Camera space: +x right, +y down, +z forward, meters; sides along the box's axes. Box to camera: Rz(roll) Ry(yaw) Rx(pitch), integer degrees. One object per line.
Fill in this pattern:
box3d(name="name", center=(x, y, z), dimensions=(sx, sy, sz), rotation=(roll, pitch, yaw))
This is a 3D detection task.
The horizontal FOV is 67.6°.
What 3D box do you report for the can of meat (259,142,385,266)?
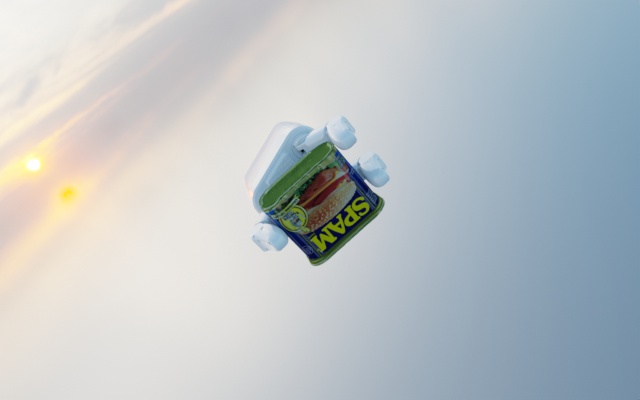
box3d(name="can of meat", center=(0.000, 0.001, 0.491), dimensions=(0.102, 0.084, 0.057), rotation=(-42, 22, 1))
